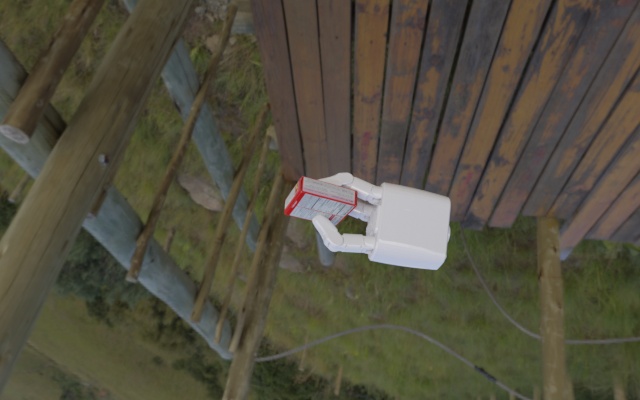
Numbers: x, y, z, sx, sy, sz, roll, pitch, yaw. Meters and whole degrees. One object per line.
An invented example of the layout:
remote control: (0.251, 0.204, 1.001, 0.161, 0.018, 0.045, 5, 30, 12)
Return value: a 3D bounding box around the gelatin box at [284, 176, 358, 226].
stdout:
gelatin box: (0.000, 0.003, 0.703, 0.089, 0.030, 0.073, 13, -32, -18)
